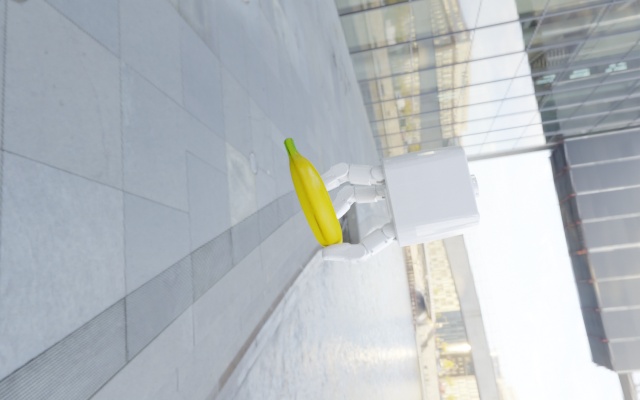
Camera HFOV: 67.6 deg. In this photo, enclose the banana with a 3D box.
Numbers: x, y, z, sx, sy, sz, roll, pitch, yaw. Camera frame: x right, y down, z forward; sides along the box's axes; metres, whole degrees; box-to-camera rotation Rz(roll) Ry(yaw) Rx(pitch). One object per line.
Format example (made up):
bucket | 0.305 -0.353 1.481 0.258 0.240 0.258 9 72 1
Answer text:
banana | 0.000 0.012 0.614 0.037 0.198 0.069 -14 42 8
